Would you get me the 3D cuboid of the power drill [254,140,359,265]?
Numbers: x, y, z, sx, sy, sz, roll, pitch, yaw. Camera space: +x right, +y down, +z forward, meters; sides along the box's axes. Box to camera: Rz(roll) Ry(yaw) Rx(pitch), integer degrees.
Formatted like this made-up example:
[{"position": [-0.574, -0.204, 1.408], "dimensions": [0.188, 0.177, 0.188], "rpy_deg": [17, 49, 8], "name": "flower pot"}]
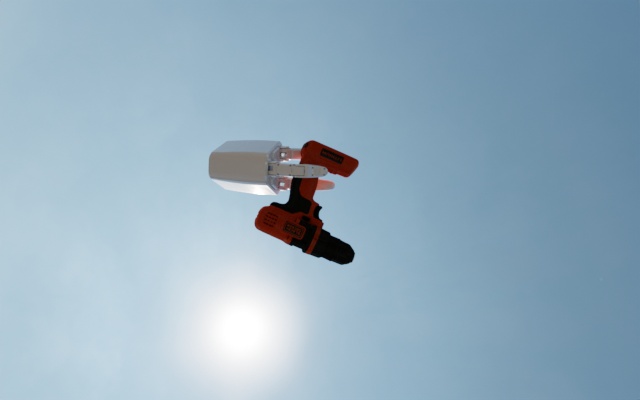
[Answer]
[{"position": [0.000, 0.002, 0.840], "dimensions": [0.184, 0.187, 0.057], "rpy_deg": [24, -14, -7], "name": "power drill"}]
